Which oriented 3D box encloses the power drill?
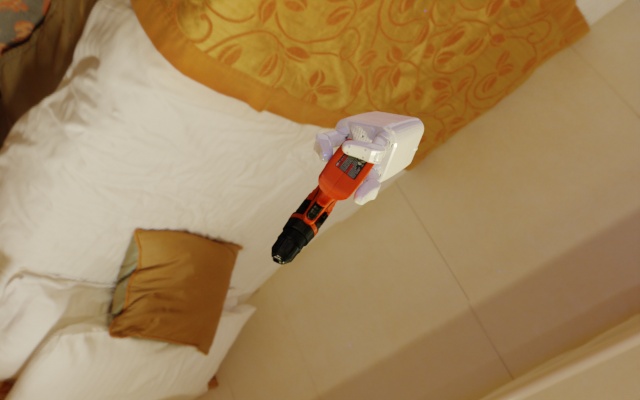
[{"bbox_3d":[0.000,0.002,0.737,0.057,0.184,0.188,37,-35,-3],"label":"power drill"}]
